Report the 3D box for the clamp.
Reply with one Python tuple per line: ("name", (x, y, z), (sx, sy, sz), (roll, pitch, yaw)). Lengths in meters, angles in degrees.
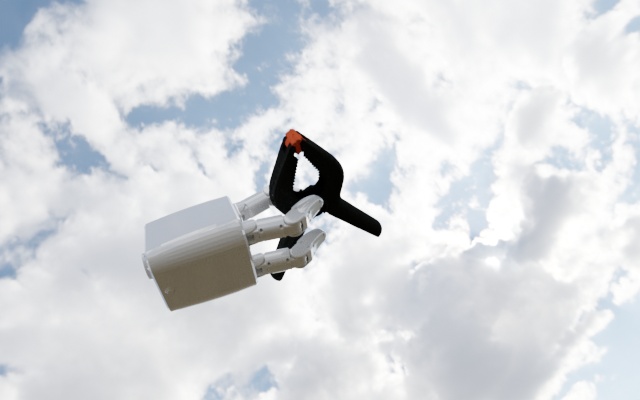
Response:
("clamp", (0.000, 0.001, 0.596), (0.164, 0.210, 0.036), (-18, 40, -14))
